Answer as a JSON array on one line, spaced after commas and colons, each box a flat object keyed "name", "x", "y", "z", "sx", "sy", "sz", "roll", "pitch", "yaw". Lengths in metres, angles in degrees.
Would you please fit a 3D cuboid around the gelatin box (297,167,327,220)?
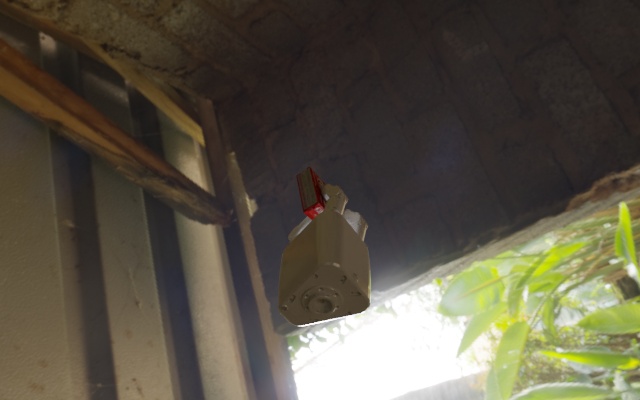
[{"name": "gelatin box", "x": 0.000, "y": 0.002, "z": 0.728, "sx": 0.030, "sy": 0.089, "sz": 0.073, "roll": -32, "pitch": -51, "yaw": 15}]
